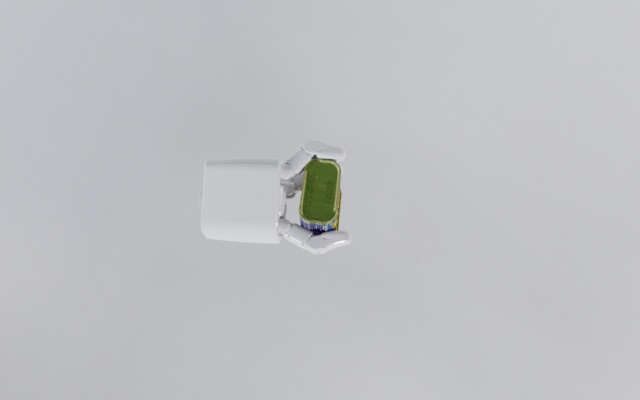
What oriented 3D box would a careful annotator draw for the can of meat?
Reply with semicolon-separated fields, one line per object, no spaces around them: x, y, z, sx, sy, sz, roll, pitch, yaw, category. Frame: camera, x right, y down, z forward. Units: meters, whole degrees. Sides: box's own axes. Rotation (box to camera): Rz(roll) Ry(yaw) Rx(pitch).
0.000;0.002;0.680;0.057;0.102;0.084;5;-23;3;can of meat
